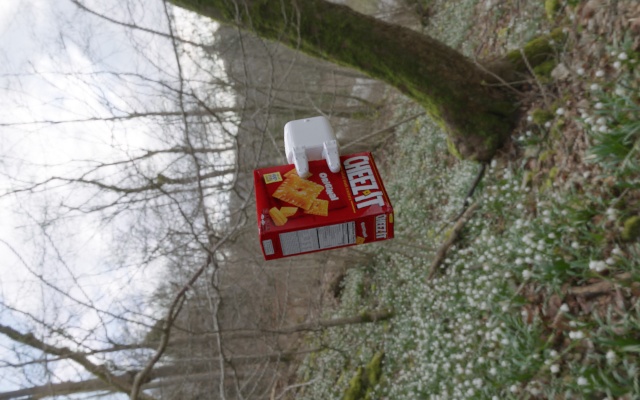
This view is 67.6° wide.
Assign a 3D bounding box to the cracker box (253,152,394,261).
[{"bbox_3d":[0.000,0.003,0.802,0.213,0.072,0.164,-10,42,-3],"label":"cracker box"}]
